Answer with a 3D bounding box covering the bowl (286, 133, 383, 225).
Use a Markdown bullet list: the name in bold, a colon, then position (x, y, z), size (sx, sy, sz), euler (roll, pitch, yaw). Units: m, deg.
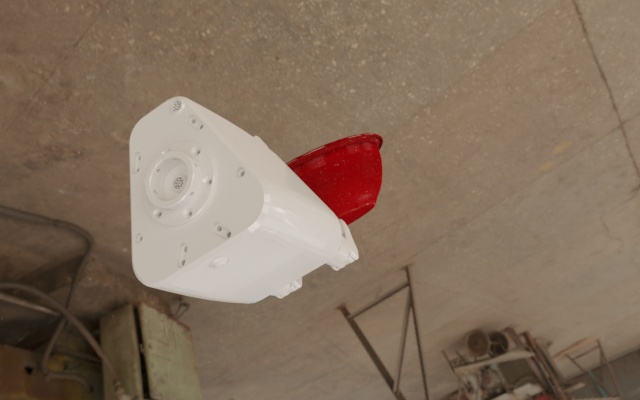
- **bowl**: position (0.001, 0.002, 0.461), size (0.162, 0.055, 0.162), euler (-27, -11, -5)
